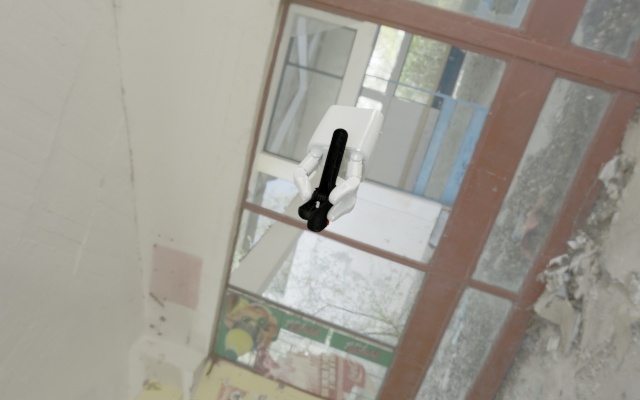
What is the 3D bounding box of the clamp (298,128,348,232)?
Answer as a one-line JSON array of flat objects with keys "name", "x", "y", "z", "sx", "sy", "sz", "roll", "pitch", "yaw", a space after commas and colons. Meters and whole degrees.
[{"name": "clamp", "x": -0.001, "y": 0.002, "z": 0.793, "sx": 0.036, "sy": 0.164, "sz": 0.210, "roll": 21, "pitch": -32, "yaw": 9}]
